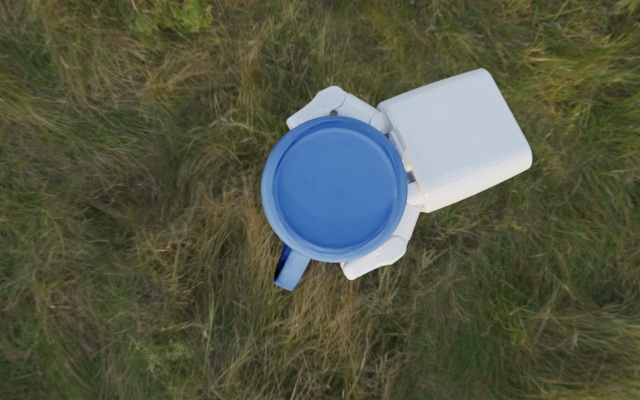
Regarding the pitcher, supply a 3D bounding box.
[{"bbox_3d":[0.000,0.001,0.458,0.145,0.149,0.243,-20,1,-3],"label":"pitcher"}]
